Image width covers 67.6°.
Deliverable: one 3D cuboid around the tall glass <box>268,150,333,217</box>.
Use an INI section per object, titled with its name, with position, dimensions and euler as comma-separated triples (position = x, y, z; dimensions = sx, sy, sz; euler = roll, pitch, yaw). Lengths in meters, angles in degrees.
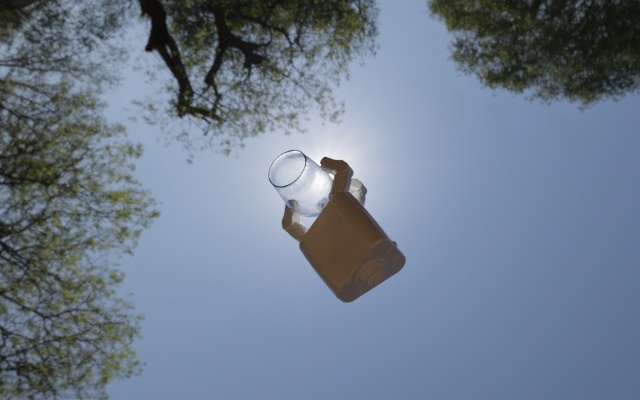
[tall glass]
position = 0.000, 0.003, 0.735
dimensions = 0.079, 0.079, 0.201
euler = 0, -29, 33
